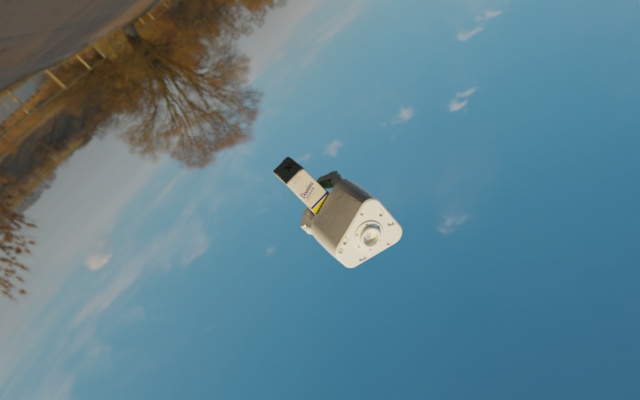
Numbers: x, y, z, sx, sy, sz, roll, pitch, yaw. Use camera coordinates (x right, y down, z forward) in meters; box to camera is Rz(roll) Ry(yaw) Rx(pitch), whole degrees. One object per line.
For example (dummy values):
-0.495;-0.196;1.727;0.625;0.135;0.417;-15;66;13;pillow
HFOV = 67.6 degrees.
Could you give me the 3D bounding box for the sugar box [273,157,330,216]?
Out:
0.001;0.002;0.835;0.176;0.048;0.093;47;-3;-26;sugar box
